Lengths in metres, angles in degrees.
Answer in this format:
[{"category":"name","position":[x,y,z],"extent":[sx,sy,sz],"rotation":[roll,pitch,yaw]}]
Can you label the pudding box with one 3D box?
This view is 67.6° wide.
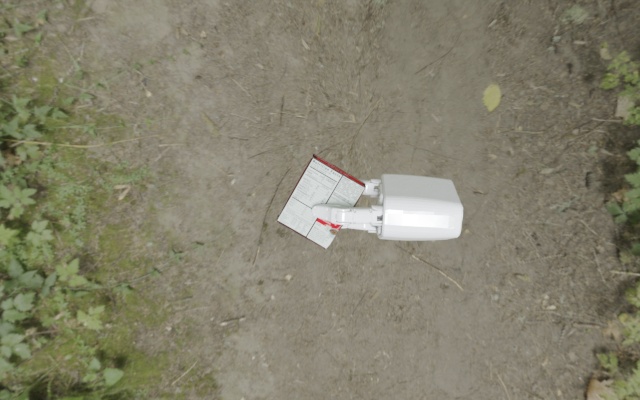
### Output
[{"category":"pudding box","position":[0.000,0.002,0.692],"extent":[0.090,0.113,0.039],"rotation":[31,9,-2]}]
